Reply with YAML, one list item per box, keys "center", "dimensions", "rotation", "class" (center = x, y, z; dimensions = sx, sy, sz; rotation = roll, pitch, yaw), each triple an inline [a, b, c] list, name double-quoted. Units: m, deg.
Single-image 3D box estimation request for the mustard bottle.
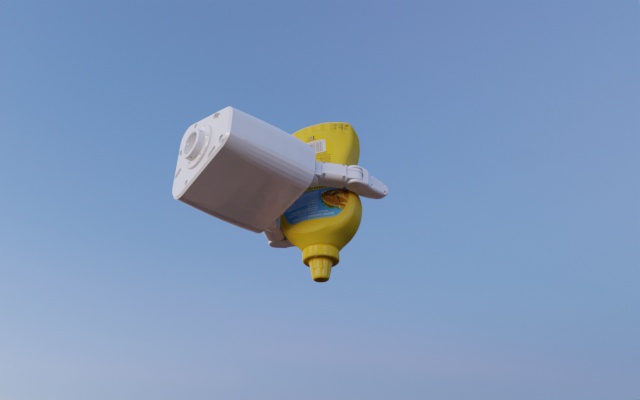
- center: [0.000, 0.002, 0.556]
  dimensions: [0.096, 0.191, 0.058]
  rotation: [-11, -32, 18]
  class: "mustard bottle"
